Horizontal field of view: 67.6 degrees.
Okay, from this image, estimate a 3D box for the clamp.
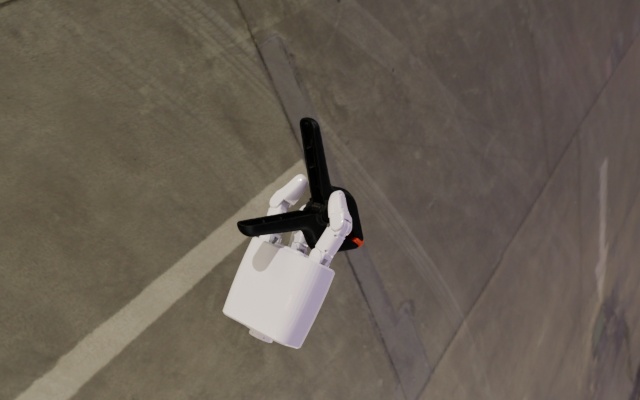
[{"bbox_3d":[0.001,0.003,0.633,0.036,0.164,0.210,19,-10,44],"label":"clamp"}]
